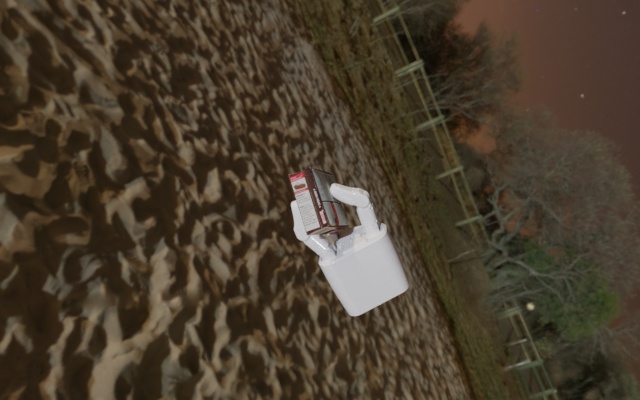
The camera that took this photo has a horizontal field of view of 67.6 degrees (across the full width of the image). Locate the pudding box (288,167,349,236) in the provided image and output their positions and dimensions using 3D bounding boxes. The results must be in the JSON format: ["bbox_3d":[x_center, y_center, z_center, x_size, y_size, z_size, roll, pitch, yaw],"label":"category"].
[{"bbox_3d":[0.000,0.002,0.700,0.039,0.090,0.113,-21,-8,14],"label":"pudding box"}]
